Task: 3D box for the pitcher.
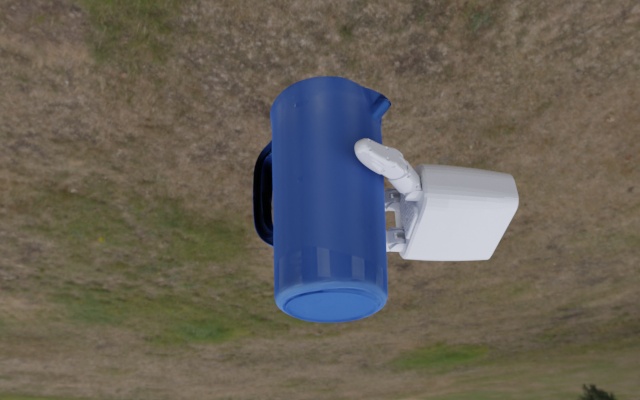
[{"bbox_3d":[0.000,0.002,0.516,0.145,0.242,0.149,5,-32,-9],"label":"pitcher"}]
